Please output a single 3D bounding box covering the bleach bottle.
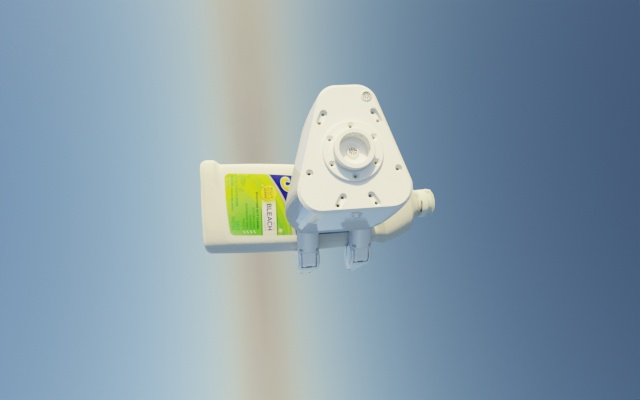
[{"bbox_3d":[0.000,0.002,0.526,0.251,0.102,0.068,-4,-7,-8],"label":"bleach bottle"}]
